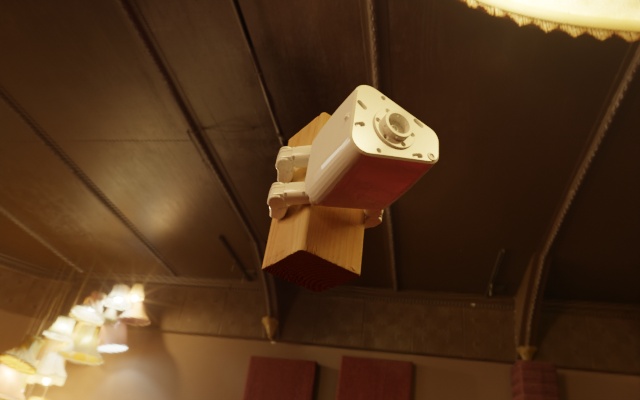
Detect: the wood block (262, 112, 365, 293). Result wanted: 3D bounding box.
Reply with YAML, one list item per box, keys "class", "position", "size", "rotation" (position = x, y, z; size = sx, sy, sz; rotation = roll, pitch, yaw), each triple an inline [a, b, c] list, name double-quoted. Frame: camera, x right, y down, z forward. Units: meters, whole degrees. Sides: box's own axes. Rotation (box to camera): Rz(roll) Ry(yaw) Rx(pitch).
- class: "wood block"
  position: [0.001, 0.002, 0.627]
  size: [0.091, 0.206, 0.090]
  rotation: [28, -37, -27]
